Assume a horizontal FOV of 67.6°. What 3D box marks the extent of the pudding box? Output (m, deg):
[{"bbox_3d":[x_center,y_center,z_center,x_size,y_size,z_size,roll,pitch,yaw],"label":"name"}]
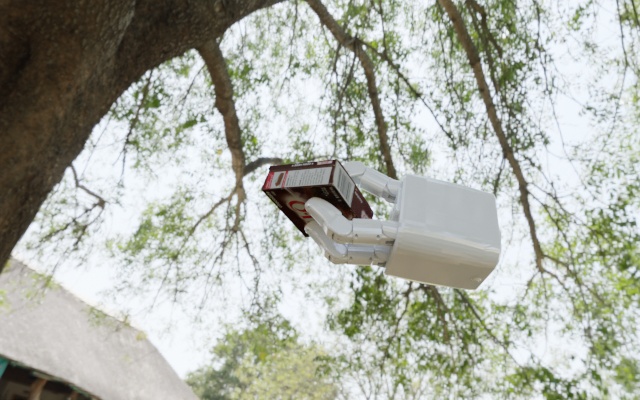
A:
[{"bbox_3d":[0.000,0.002,0.549,0.090,0.039,0.114,-4,-36,28],"label":"pudding box"}]
